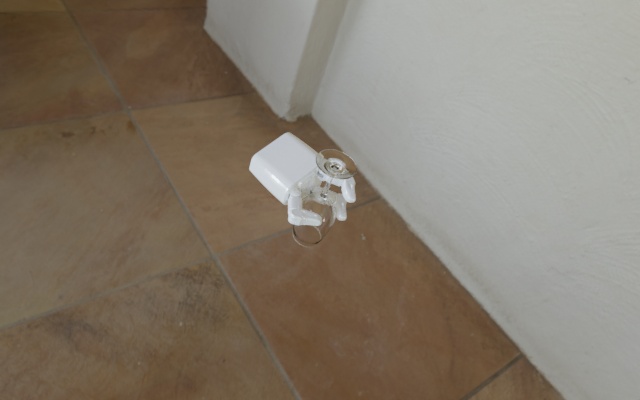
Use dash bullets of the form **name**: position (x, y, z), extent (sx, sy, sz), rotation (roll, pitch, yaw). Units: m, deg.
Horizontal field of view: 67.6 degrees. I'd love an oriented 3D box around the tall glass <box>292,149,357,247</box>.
- **tall glass**: position (0.000, 0.003, 0.893), extent (0.079, 0.079, 0.201), rotation (0, -42, -22)
